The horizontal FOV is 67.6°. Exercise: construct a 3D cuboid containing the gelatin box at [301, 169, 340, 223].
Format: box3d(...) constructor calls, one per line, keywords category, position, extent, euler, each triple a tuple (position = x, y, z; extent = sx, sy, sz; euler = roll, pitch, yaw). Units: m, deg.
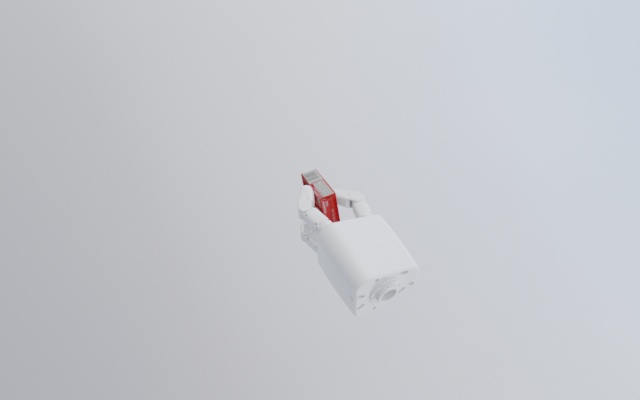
box3d(category="gelatin box", position=(0.000, 0.002, 0.769), extent=(0.030, 0.073, 0.089), euler=(-19, 36, -13))
